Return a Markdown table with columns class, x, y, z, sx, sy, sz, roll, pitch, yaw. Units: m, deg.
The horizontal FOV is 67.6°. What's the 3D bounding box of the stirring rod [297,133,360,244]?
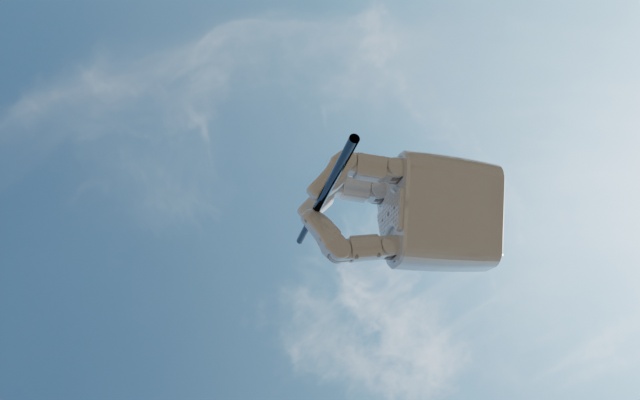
| class | x | y | z | sx | sy | sz | roll | pitch | yaw |
| --- | --- | --- | --- | --- | --- | --- | --- | --- | --- |
| stirring rod | 0.000 | 0.001 | 0.445 | 0.011 | 0.011 | 0.240 | 0 | -22 | -12 |
